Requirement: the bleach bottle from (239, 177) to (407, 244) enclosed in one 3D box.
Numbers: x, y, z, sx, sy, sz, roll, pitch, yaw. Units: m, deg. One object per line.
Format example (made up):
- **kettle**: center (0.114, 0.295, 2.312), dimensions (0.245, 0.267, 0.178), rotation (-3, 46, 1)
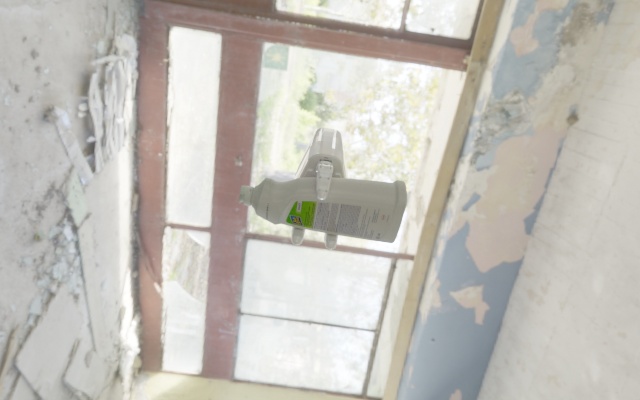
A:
- **bleach bottle**: center (0.000, 0.003, 0.744), dimensions (0.251, 0.103, 0.068), rotation (9, 37, -1)
